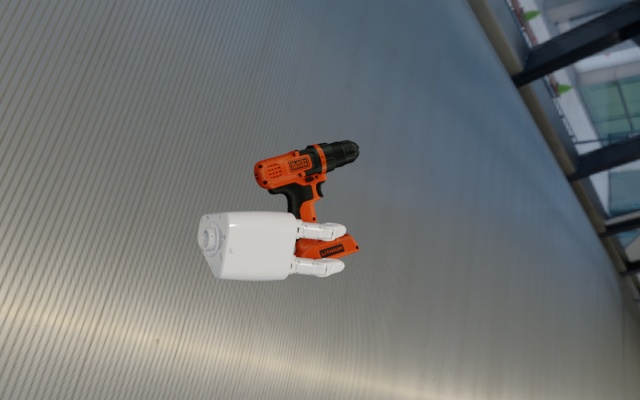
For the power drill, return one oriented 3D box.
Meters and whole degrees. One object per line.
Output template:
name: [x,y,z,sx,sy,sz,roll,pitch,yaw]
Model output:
power drill: [0.000,0.003,0.776,0.184,0.187,0.057,-17,0,-20]
